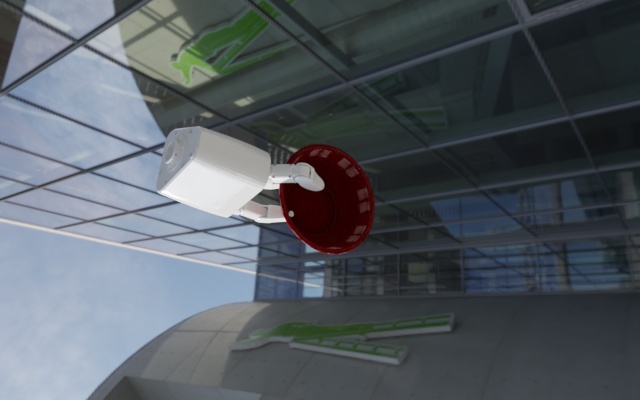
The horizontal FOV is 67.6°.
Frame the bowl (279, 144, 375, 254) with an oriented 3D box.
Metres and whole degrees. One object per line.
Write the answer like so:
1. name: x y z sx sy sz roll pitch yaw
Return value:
1. bowl: 0.001 0.003 0.698 0.162 0.162 0.055 0 -14 -32
